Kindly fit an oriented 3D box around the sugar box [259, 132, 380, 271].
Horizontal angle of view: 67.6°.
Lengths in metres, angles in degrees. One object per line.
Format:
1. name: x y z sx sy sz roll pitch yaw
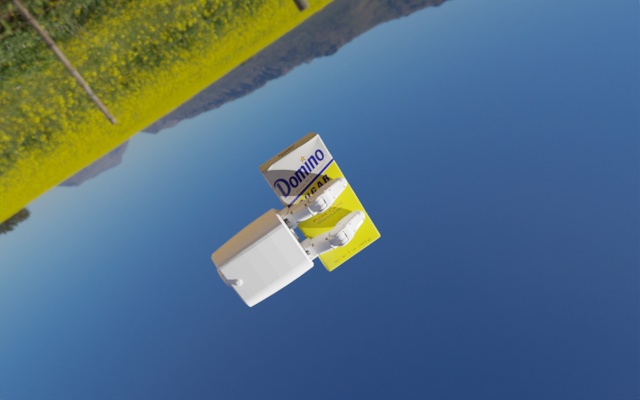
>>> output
1. sugar box: 0.000 0.002 0.672 0.093 0.176 0.048 -35 20 -4
